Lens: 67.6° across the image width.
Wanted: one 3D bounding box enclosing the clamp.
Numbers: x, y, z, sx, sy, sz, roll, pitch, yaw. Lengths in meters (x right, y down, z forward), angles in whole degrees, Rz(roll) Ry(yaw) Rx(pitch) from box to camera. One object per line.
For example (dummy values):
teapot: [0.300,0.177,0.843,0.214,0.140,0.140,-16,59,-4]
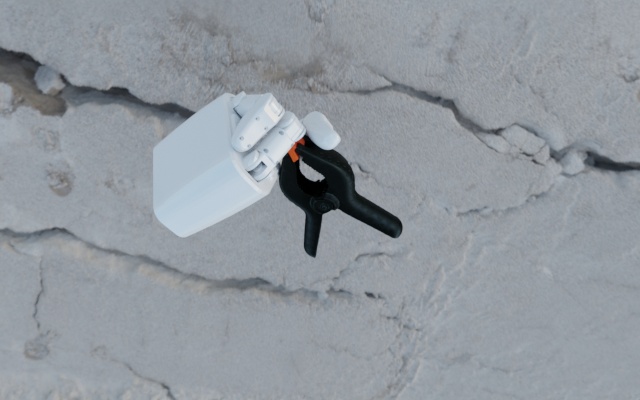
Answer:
clamp: [0.000,0.002,0.519,0.120,0.171,0.039,-27,33,22]
